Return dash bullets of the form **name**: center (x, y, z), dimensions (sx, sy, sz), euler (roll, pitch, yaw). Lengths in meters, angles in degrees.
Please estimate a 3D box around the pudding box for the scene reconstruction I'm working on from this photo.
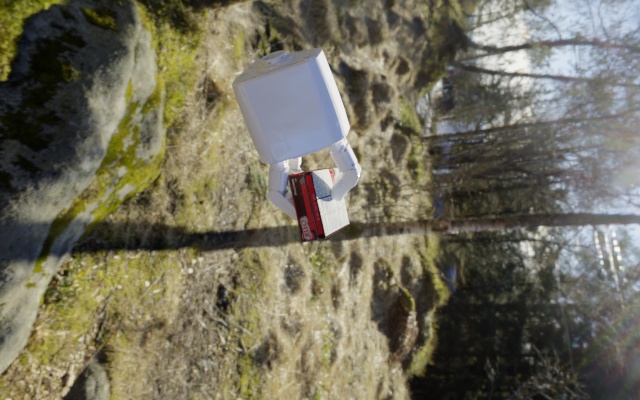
- **pudding box**: center (0.000, 0.002, 0.653), dimensions (0.039, 0.090, 0.113), euler (-10, 3, 22)
